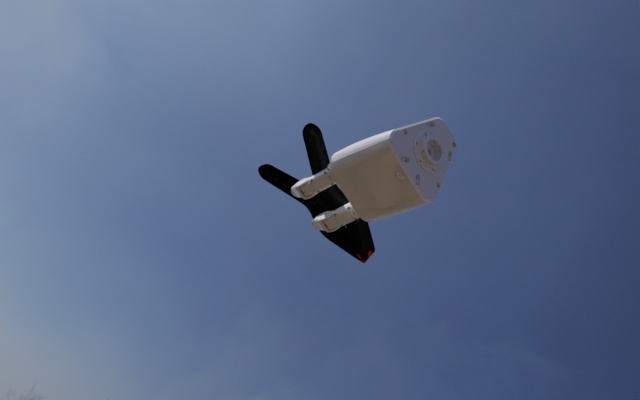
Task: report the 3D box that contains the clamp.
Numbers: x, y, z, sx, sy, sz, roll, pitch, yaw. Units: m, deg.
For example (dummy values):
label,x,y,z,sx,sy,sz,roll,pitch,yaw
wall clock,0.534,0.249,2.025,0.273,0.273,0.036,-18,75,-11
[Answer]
label,x,y,z,sx,sy,sz,roll,pitch,yaw
clamp,0.001,0.002,0.686,0.036,0.210,0.164,-42,14,-33
